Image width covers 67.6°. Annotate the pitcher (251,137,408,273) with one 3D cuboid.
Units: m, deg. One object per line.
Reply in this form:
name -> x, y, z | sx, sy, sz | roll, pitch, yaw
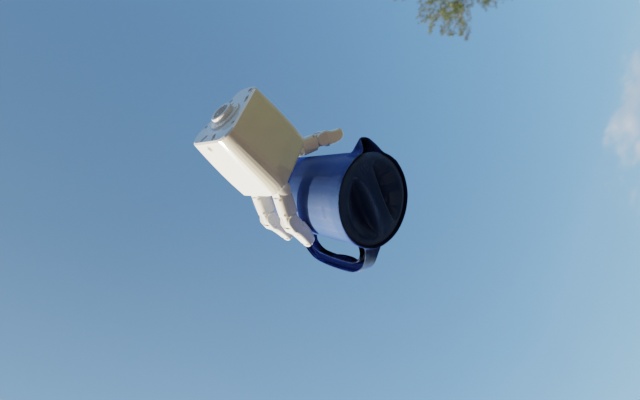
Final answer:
pitcher -> 0.000, 0.002, 0.724 | 0.243, 0.149, 0.145 | 5, -34, 50
